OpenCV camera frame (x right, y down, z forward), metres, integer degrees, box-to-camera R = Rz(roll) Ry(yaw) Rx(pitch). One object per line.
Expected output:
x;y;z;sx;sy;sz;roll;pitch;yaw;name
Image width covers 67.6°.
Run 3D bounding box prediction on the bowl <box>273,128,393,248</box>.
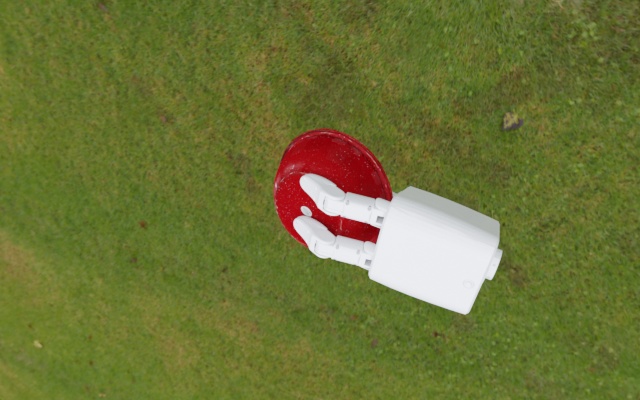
-0.001;0.002;0.553;0.162;0.162;0.055;0;21;36;bowl
